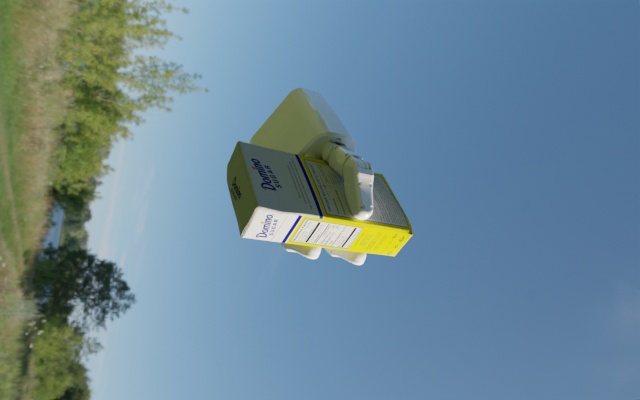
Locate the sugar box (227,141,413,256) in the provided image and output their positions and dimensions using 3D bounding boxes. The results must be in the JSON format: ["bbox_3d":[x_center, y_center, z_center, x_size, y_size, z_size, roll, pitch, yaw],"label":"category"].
[{"bbox_3d":[0.000,0.002,0.472,0.176,0.048,0.093,9,39,-29],"label":"sugar box"}]
